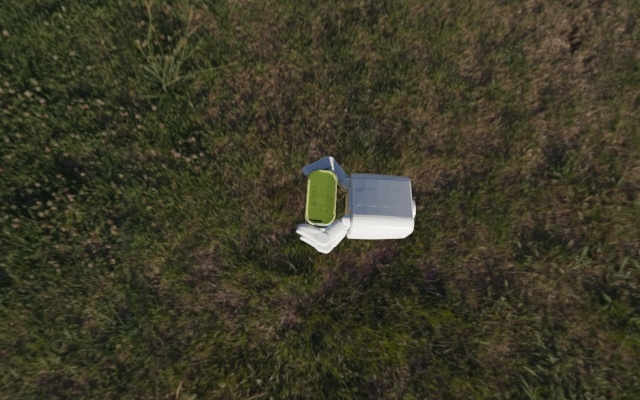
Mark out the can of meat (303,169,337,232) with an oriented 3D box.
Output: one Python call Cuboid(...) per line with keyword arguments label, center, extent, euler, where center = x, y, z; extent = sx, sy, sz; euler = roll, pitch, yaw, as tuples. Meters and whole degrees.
Cuboid(label="can of meat", center=(0.000, 0.003, 0.839), extent=(0.057, 0.102, 0.084), euler=(4, -13, -1))
